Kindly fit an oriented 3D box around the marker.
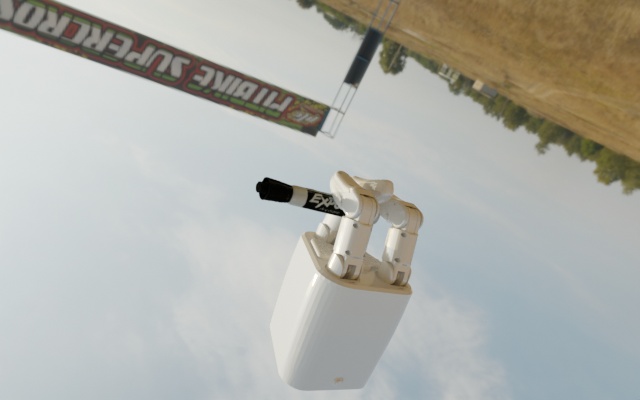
[{"bbox_3d":[0.000,0.001,0.410,0.121,0.020,0.020,14,-8,-32],"label":"marker"}]
